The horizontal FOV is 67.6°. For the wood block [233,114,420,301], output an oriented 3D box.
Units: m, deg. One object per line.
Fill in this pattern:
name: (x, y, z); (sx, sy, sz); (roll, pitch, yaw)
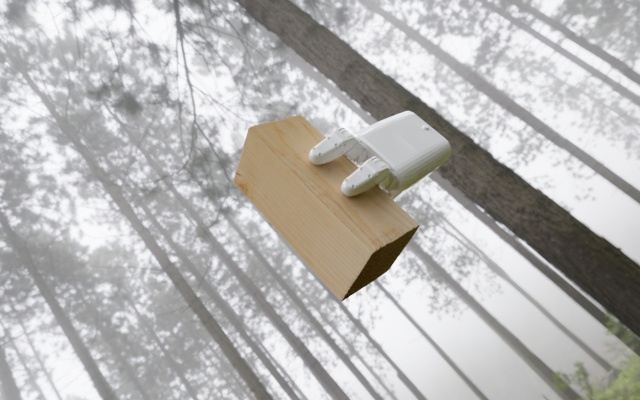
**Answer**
wood block: (0.000, 0.002, 0.563); (0.090, 0.091, 0.206); (-23, 59, -41)
